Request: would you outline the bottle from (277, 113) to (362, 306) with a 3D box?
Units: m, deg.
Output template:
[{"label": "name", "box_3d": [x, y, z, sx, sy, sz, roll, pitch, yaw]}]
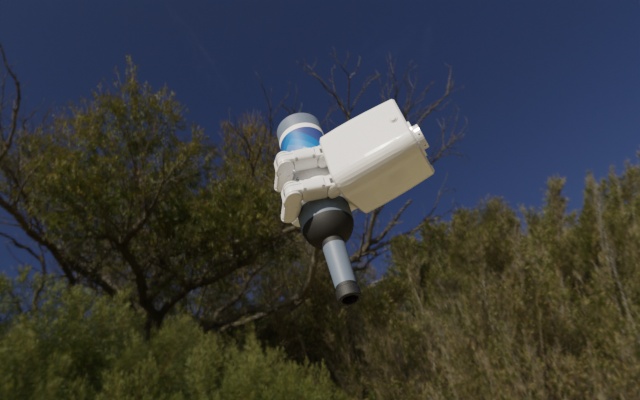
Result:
[{"label": "bottle", "box_3d": [0.000, 0.002, 0.615, 0.069, 0.295, 0.069, -9, -42, -9]}]
